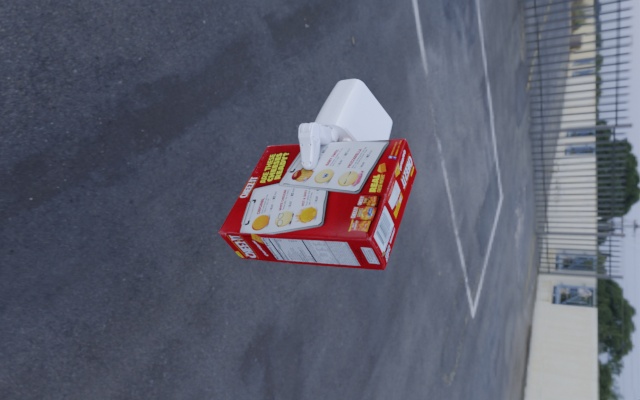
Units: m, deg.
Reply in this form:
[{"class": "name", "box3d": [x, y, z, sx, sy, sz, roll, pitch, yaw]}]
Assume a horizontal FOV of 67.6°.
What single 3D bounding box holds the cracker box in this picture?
[{"class": "cracker box", "box3d": [0.000, 0.002, 0.620, 0.213, 0.164, 0.072, 0, -42, 30]}]
